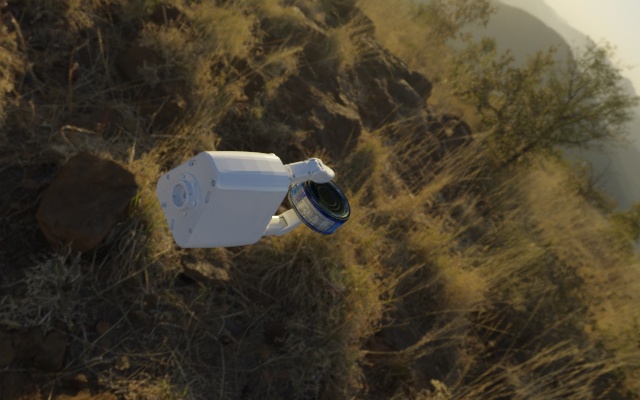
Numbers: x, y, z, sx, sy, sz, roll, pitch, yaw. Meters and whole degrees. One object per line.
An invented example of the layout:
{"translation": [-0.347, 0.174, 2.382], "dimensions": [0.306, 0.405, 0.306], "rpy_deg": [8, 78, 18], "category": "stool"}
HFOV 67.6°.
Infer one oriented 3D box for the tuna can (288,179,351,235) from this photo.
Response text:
{"translation": [0.001, 0.002, 0.638], "dimensions": [0.034, 0.086, 0.086], "rpy_deg": [-42, -23, 27], "category": "tuna can"}
